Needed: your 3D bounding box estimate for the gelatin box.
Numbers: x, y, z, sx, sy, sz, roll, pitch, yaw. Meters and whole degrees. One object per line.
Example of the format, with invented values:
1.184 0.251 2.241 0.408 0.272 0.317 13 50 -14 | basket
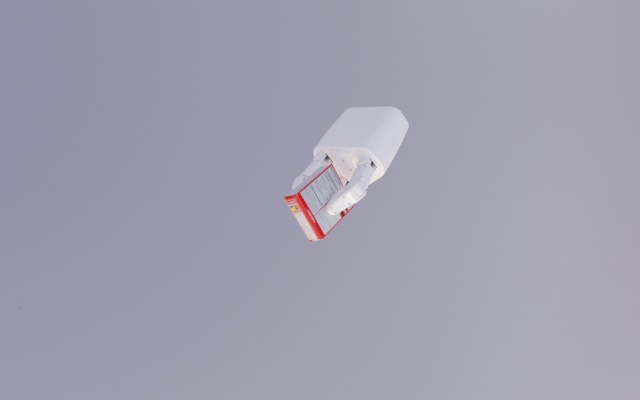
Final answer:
0.000 0.002 0.667 0.030 0.073 0.089 -12 23 45 | gelatin box
